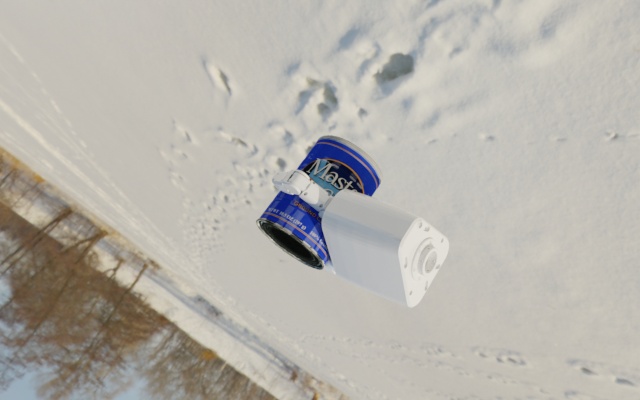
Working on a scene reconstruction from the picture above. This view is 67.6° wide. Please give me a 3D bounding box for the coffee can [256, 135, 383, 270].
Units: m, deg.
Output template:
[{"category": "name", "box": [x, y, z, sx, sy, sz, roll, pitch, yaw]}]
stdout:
[{"category": "coffee can", "box": [0.000, 0.002, 0.611, 0.103, 0.140, 0.103, 32, -19, 12]}]
